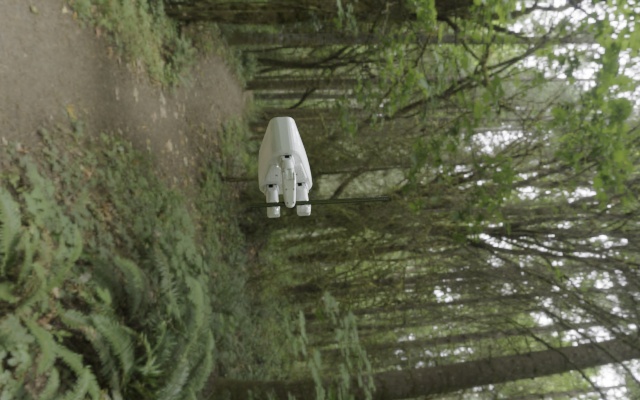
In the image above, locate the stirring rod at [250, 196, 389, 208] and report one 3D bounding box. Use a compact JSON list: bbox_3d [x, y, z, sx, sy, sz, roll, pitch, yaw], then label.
[{"bbox_3d":[0.000,0.003,0.823,0.239,0.011,0.011,-3,0,-8],"label":"stirring rod"}]
